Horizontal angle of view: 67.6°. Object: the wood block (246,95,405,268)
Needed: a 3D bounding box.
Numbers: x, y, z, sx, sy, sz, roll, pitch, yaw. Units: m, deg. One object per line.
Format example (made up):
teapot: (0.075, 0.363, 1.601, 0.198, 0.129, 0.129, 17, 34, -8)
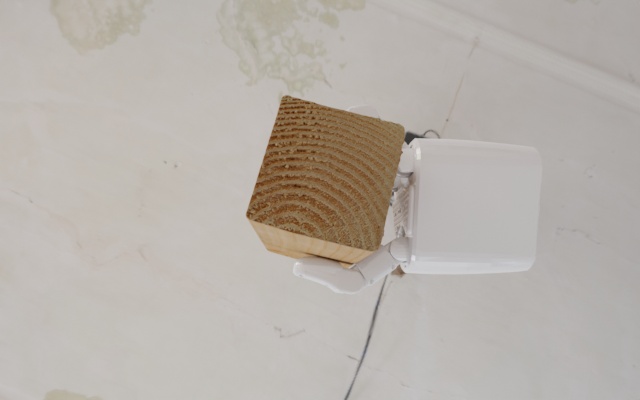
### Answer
wood block: (0.000, 0.002, 0.411, 0.090, 0.091, 0.206, 15, -12, 0)
